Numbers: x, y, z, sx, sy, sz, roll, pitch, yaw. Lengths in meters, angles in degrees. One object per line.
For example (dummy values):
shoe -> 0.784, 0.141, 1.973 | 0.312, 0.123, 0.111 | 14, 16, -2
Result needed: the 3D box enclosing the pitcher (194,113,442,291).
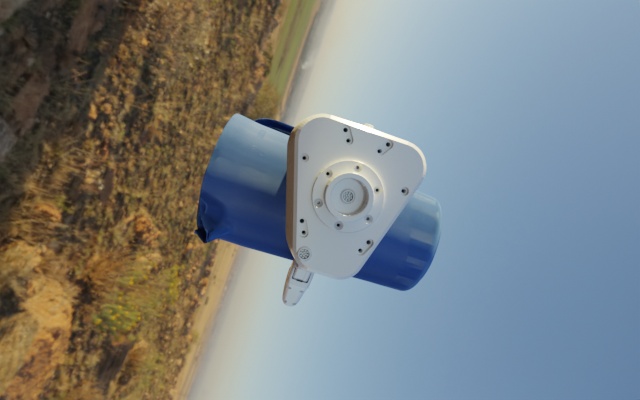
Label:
pitcher -> 0.000, 0.002, 0.516 | 0.243, 0.149, 0.145 | 19, 0, -5
